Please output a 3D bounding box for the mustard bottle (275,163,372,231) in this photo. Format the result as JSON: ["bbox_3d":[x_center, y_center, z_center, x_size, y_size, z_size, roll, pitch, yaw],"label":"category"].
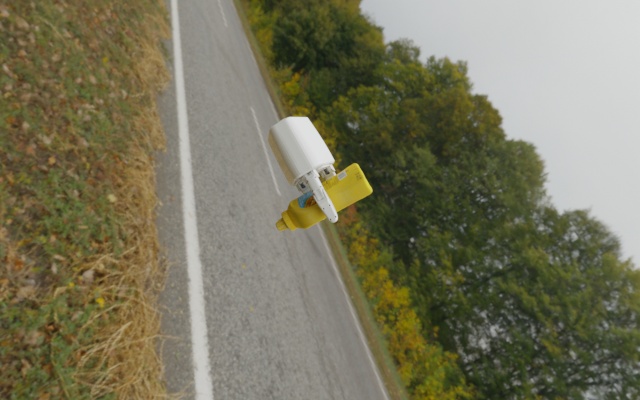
[{"bbox_3d":[0.001,0.003,0.900,0.191,0.058,0.096,-30,22,5],"label":"mustard bottle"}]
